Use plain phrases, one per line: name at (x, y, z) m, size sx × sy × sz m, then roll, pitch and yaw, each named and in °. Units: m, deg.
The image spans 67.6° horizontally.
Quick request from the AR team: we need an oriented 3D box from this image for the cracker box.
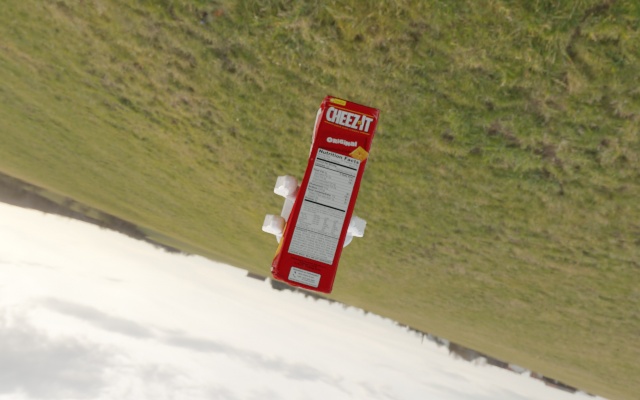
cracker box at (0.000, 0.002, 0.589) m, size 0.072 × 0.213 × 0.164 m, roll 16°, pitch -10°, yaw -3°
